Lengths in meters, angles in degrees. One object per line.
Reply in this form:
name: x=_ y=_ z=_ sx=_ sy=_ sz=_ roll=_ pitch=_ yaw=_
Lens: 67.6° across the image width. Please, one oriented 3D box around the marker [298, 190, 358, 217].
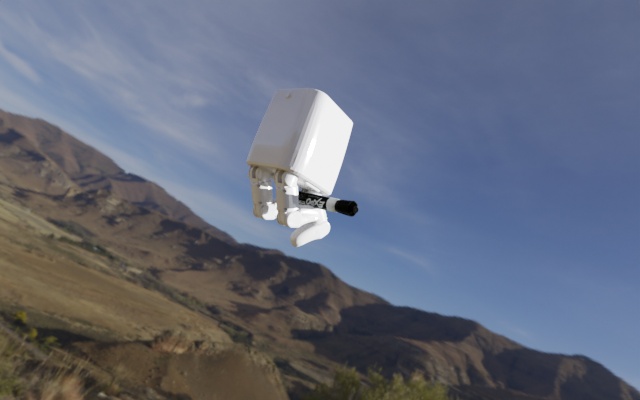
marker: x=0.000 y=0.002 z=0.598 sx=0.020 sy=0.020 sz=0.121 roll=0 pitch=8 yaw=-44
